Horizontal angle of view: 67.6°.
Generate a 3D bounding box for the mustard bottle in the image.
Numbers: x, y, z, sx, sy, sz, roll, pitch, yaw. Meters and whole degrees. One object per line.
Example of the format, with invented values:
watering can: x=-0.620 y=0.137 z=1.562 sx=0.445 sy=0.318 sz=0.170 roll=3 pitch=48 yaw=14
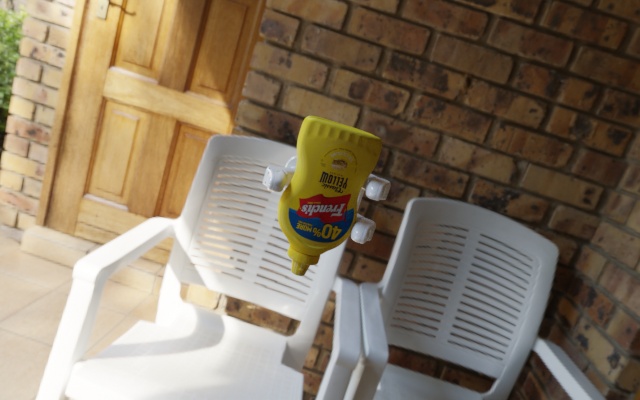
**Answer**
mustard bottle: x=0.000 y=0.002 z=0.578 sx=0.096 sy=0.192 sz=0.058 roll=14 pitch=13 yaw=-17
